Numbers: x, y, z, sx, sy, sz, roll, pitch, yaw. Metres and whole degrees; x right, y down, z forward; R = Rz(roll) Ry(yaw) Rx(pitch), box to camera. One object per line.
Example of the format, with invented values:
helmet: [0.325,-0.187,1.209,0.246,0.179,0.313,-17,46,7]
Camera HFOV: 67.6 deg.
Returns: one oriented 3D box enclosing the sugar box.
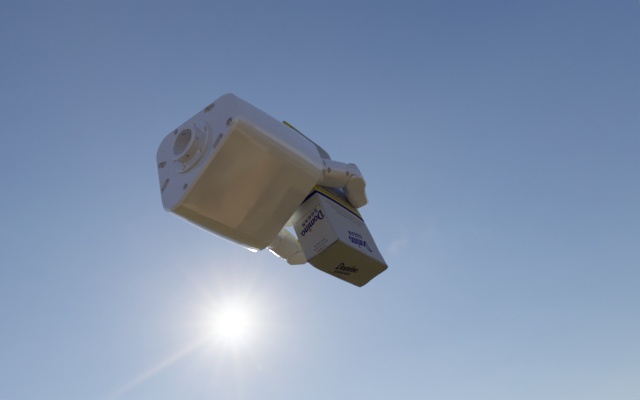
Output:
sugar box: [0.000,0.002,0.509,0.048,0.176,0.093,-38,-42,19]
